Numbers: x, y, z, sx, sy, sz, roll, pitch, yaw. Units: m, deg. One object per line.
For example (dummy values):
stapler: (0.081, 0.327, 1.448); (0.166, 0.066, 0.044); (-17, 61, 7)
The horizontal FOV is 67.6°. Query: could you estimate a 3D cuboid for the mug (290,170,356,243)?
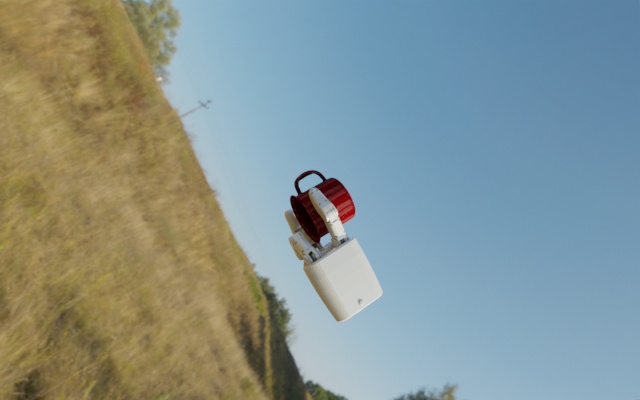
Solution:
mug: (0.000, 0.001, 0.819); (0.081, 0.117, 0.093); (-30, 4, -17)
